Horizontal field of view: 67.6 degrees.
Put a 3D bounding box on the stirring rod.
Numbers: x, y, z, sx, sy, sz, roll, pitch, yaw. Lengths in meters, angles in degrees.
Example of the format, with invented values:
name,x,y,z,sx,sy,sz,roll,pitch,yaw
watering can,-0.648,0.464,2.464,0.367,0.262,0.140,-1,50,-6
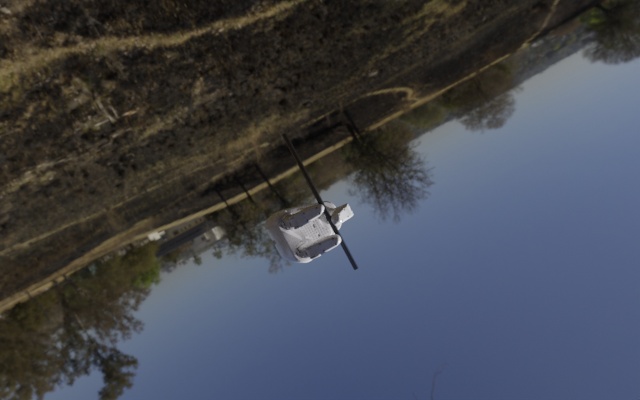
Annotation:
name,x,y,z,sx,sy,sz,roll,pitch,yaw
stirring rod,0.000,0.002,0.747,0.011,0.239,0.011,-28,4,2
